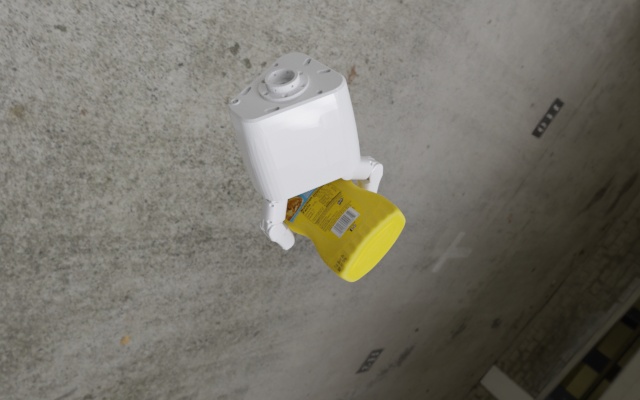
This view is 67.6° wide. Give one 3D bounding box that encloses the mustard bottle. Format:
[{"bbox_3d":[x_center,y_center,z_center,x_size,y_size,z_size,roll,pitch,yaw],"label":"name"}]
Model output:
[{"bbox_3d":[0.000,0.002,0.560,0.191,0.096,0.058,40,0,37],"label":"mustard bottle"}]
